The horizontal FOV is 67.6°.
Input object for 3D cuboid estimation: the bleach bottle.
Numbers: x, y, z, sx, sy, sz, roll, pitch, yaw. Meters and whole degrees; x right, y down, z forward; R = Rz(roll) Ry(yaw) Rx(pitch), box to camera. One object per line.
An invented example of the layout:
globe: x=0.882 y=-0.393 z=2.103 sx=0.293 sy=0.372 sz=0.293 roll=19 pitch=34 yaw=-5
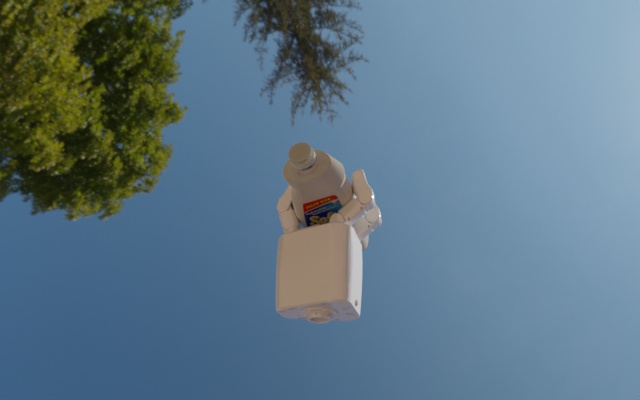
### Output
bleach bottle: x=0.000 y=0.002 z=0.679 sx=0.102 sy=0.068 sz=0.251 roll=-6 pitch=-30 yaw=14
